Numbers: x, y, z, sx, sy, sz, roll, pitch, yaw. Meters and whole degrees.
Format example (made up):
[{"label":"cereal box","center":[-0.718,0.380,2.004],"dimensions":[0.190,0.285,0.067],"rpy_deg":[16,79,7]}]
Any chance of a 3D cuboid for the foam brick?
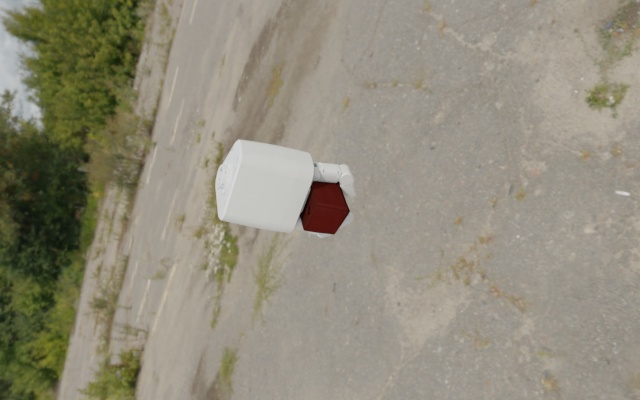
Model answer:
[{"label":"foam brick","center":[0.000,0.002,0.684],"dimensions":[0.051,0.053,0.078],"rpy_deg":[9,41,-26]}]
